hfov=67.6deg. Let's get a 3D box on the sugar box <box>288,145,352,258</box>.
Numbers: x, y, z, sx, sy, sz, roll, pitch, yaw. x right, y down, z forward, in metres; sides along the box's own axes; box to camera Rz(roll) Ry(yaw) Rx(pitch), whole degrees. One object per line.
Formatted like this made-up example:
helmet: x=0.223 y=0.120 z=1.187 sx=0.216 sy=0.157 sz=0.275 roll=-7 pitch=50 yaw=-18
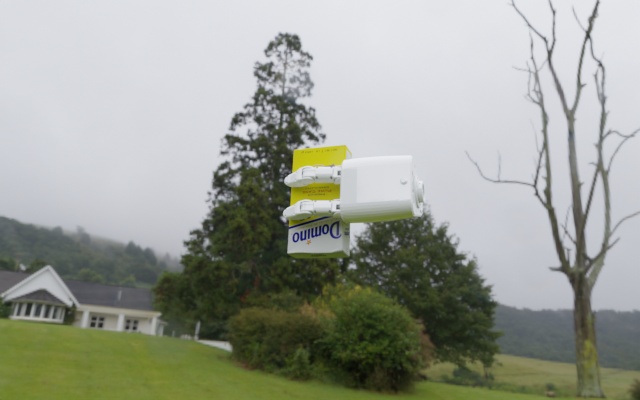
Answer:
sugar box: x=0.000 y=0.002 z=0.765 sx=0.093 sy=0.176 sz=0.048 roll=-4 pitch=-20 yaw=19
